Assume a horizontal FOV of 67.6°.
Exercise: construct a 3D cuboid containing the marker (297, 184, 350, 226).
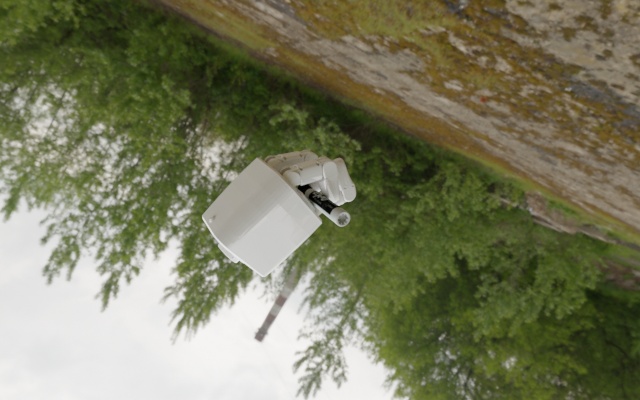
[{"bbox_3d":[0.000,0.002,0.592,0.020,0.020,0.121,0,19,-27],"label":"marker"}]
